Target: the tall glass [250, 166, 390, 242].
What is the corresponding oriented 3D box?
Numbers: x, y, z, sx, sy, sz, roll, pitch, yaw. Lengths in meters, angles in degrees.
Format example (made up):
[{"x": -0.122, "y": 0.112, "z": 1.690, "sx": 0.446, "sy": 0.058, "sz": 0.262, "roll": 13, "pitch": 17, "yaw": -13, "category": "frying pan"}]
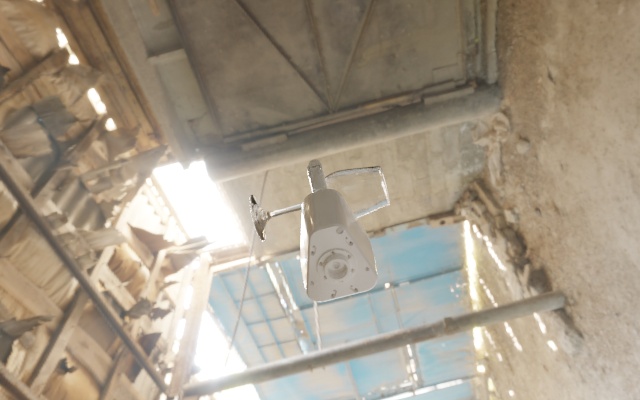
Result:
[{"x": -0.001, "y": 0.002, "z": 0.723, "sx": 0.201, "sy": 0.079, "sz": 0.079, "roll": -15, "pitch": -1, "yaw": 2, "category": "tall glass"}]
